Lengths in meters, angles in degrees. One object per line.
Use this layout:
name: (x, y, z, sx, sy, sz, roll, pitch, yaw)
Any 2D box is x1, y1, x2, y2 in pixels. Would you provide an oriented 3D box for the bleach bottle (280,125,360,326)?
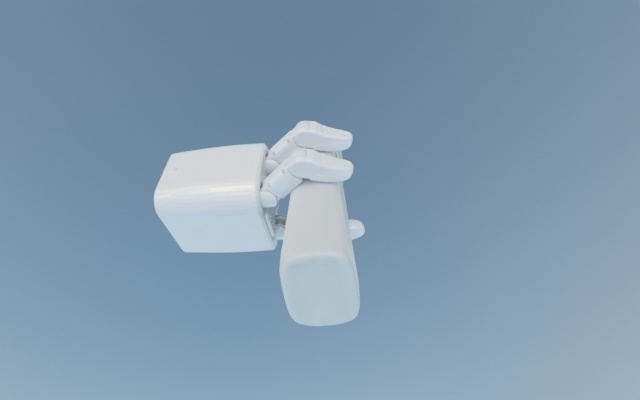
bleach bottle: (0.000, 0.002, 0.513, 0.068, 0.103, 0.250, -5, 39, 5)
